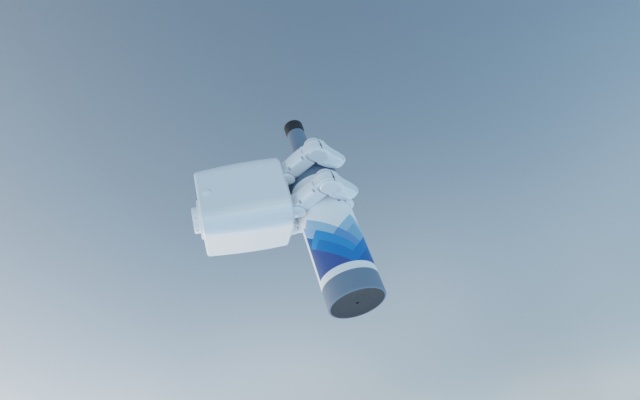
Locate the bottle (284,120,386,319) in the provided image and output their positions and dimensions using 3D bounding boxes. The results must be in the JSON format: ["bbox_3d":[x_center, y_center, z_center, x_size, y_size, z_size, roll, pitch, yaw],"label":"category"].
[{"bbox_3d":[0.000,0.002,0.604,0.069,0.295,0.069,-12,-39,-10],"label":"bottle"}]
